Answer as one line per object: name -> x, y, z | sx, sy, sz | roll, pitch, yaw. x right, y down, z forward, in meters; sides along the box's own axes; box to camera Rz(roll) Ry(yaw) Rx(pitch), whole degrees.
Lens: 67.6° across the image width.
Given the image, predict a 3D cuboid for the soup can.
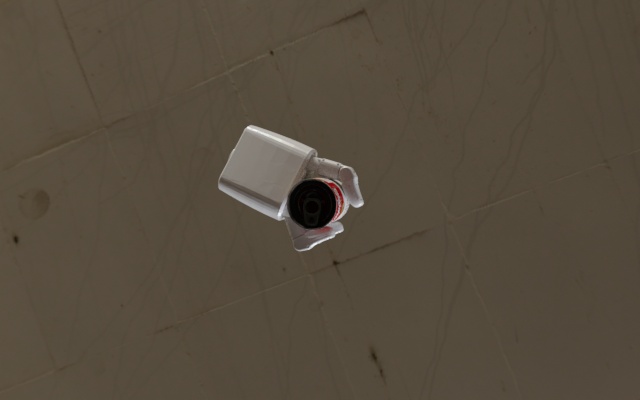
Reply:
soup can -> 0.001, 0.002, 0.671 | 0.068, 0.068, 0.102 | 0, 4, 14
